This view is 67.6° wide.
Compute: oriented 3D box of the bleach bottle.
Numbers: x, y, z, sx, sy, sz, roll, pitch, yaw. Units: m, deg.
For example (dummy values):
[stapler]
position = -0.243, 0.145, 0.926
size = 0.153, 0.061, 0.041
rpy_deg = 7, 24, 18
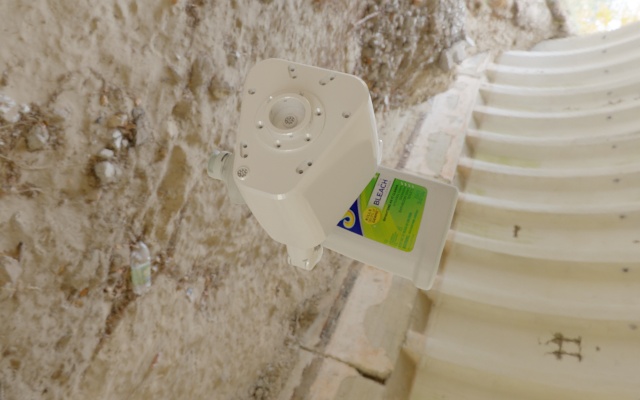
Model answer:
[bleach bottle]
position = 0.000, 0.001, 0.475
size = 0.251, 0.102, 0.068
rpy_deg = 16, -18, 14
